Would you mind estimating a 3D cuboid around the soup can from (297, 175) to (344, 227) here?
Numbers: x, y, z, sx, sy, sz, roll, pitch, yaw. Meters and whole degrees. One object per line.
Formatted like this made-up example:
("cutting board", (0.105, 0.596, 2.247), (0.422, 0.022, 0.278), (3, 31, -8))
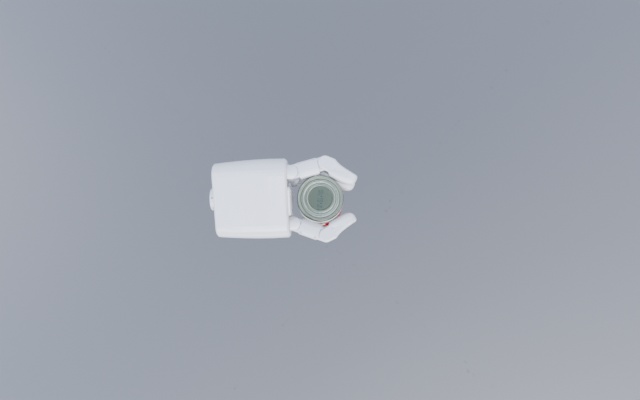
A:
("soup can", (0.001, 0.002, 0.716), (0.068, 0.068, 0.102), (0, -7, 1))
